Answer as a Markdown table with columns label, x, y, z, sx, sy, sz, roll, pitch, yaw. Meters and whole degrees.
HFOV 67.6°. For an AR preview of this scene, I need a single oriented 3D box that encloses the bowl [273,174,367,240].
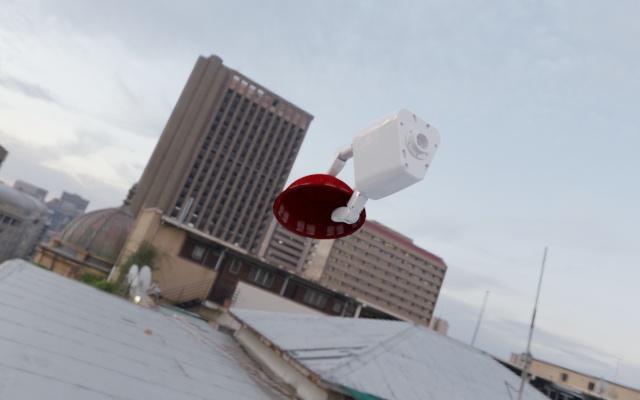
| label | x | y | z | sx | sy | sz | roll | pitch | yaw |
| --- | --- | --- | --- | --- | --- | --- | --- | --- | --- |
| bowl | -0.001 | 0.003 | 0.838 | 0.162 | 0.055 | 0.162 | 4 | -38 | 3 |
